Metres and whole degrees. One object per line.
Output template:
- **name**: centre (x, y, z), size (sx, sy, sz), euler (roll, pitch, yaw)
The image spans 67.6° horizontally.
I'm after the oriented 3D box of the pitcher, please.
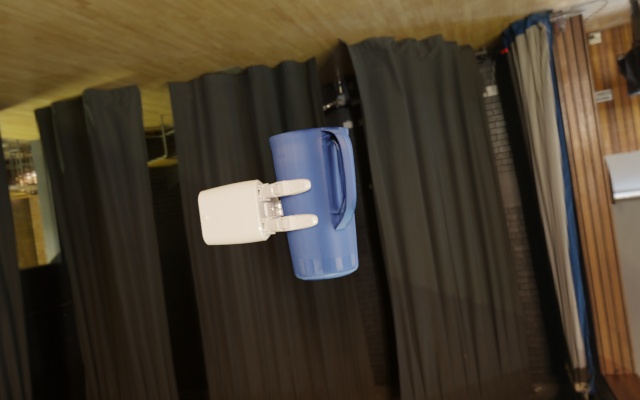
- **pitcher**: centre (0.000, 0.003, 0.785), size (0.145, 0.243, 0.149), euler (-8, 0, 12)
